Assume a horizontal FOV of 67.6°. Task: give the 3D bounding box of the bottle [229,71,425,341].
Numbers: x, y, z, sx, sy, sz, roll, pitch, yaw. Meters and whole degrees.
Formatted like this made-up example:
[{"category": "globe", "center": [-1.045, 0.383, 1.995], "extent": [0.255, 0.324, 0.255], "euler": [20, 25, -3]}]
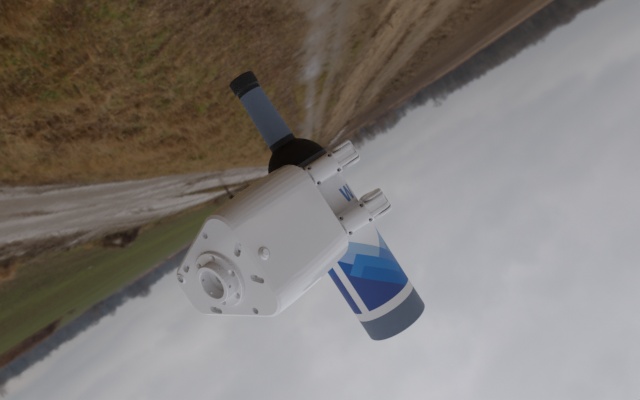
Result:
[{"category": "bottle", "center": [0.000, 0.002, 0.486], "extent": [0.069, 0.296, 0.069], "euler": [-33, 4, 3]}]
